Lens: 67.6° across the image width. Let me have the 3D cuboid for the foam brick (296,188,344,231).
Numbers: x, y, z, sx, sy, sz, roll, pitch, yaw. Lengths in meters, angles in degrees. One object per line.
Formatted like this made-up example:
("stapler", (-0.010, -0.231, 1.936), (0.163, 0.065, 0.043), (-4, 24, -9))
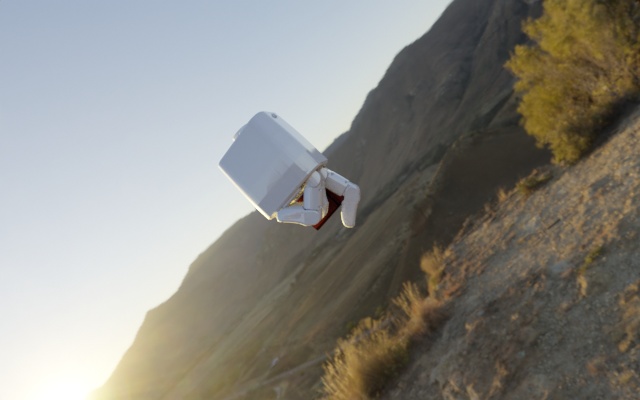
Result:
("foam brick", (0.000, 0.002, 0.709), (0.051, 0.053, 0.078), (42, 12, 2))
